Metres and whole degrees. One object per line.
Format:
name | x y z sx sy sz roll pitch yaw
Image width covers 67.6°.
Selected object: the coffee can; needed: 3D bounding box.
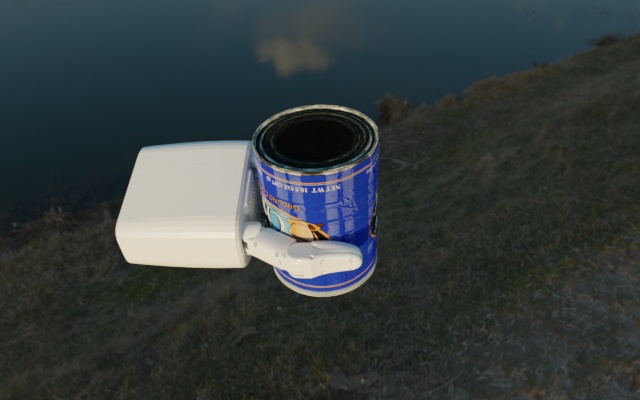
coffee can | 0.000 0.002 0.426 0.103 0.140 0.102 -3 39 2
